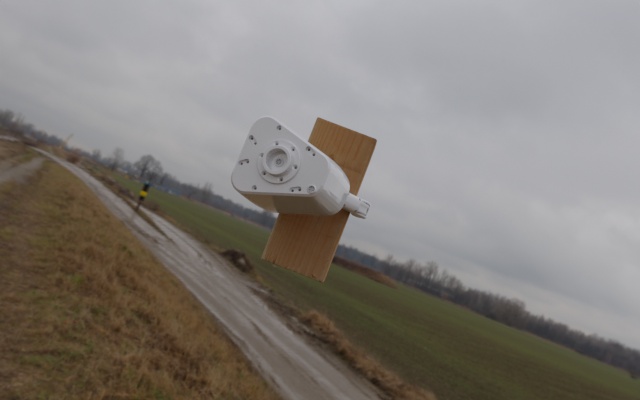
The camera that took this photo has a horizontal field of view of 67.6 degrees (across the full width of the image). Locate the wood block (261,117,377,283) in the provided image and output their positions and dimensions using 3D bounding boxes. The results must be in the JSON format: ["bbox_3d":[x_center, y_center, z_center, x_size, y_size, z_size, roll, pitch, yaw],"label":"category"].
[{"bbox_3d":[0.000,0.002,0.679,0.091,0.206,0.090,21,-5,4],"label":"wood block"}]
